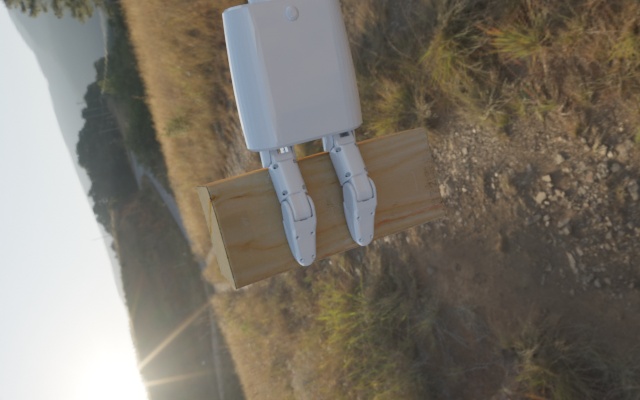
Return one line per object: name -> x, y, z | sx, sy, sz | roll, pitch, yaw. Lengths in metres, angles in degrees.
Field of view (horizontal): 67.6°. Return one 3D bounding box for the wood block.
wood block -> 0.000, 0.001, 0.453 | 0.206, 0.090, 0.091 | -17, 7, -19
